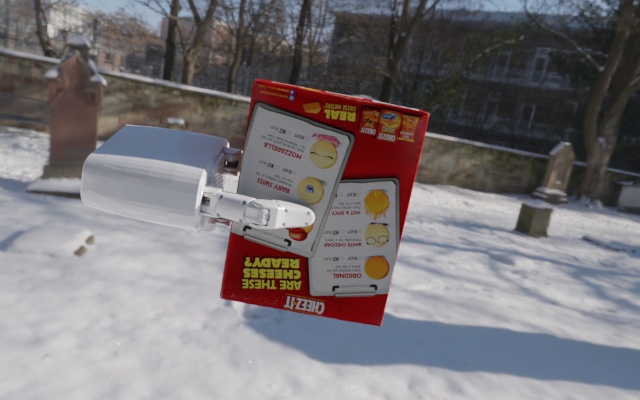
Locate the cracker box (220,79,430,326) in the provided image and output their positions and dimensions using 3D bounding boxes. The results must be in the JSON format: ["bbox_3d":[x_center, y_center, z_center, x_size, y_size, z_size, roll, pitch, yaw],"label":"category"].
[{"bbox_3d":[0.000,0.001,0.476,0.164,0.214,0.072,10,12,-1],"label":"cracker box"}]
